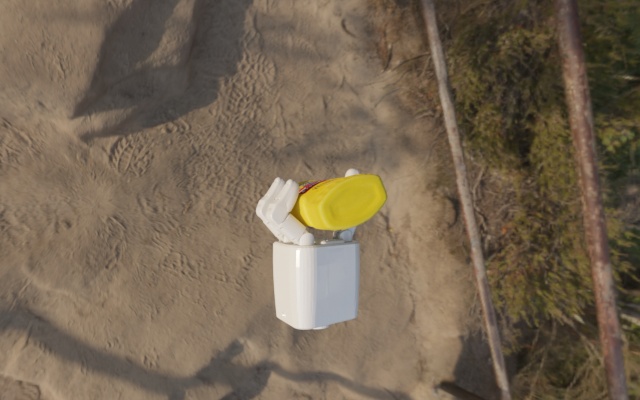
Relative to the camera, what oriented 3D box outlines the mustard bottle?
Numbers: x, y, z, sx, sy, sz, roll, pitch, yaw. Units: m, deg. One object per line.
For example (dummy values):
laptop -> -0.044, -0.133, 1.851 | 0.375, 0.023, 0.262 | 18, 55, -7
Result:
mustard bottle -> 0.000, 0.002, 0.638 | 0.096, 0.058, 0.191 | -27, 11, -23
